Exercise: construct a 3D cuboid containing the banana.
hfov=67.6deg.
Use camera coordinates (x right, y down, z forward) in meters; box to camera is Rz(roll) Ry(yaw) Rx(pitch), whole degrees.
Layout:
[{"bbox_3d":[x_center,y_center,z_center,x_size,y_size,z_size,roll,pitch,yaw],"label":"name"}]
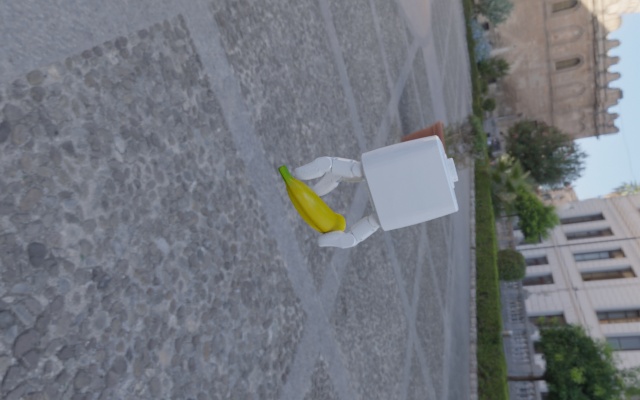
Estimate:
[{"bbox_3d":[0.002,0.017,0.710,0.037,0.069,0.198,-21,-33,16],"label":"banana"}]
